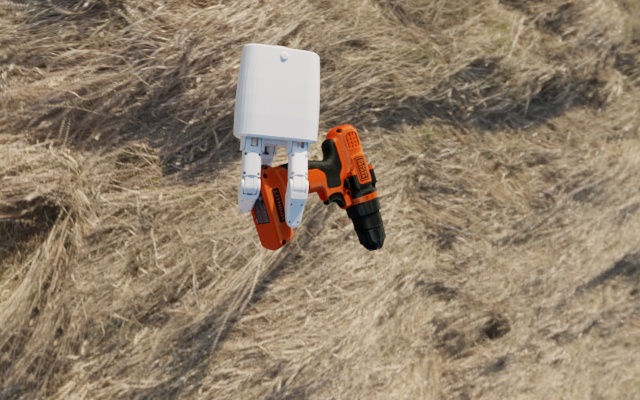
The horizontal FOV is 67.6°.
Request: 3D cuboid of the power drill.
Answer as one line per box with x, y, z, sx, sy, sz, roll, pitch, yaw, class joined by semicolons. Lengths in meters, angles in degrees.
0.000;0.002;0.643;0.187;0.184;0.057;-20;3;-36;power drill
